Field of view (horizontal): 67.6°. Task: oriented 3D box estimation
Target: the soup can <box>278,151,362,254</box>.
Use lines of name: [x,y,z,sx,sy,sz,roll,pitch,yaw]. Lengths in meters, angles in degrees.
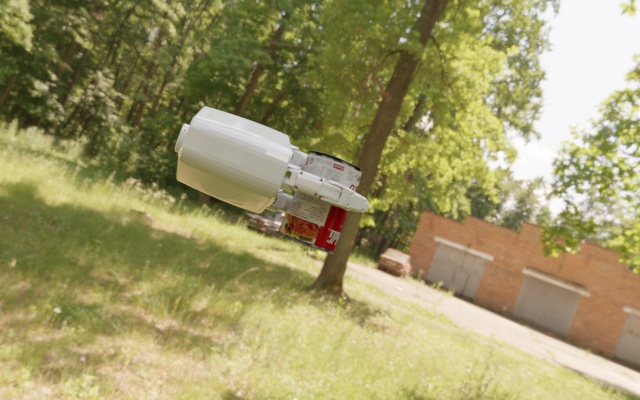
soup can: [0.001,0.002,0.547,0.068,0.102,0.068,20,-2,1]
